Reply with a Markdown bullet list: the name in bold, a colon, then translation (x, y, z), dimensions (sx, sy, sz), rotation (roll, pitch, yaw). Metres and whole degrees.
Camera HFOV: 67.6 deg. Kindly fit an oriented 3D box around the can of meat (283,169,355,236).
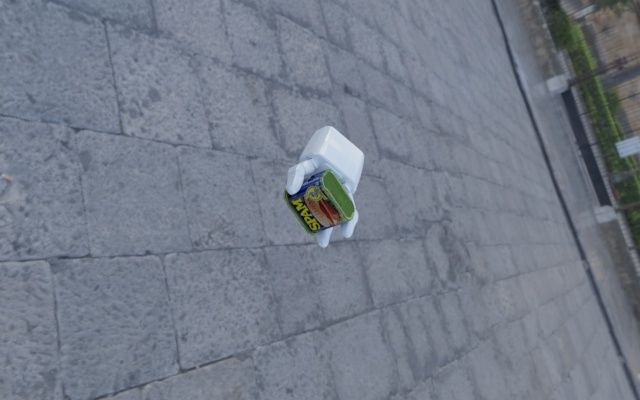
- **can of meat**: translation (0.000, 0.003, 0.828), dimensions (0.084, 0.102, 0.057), rotation (-21, 25, 31)
